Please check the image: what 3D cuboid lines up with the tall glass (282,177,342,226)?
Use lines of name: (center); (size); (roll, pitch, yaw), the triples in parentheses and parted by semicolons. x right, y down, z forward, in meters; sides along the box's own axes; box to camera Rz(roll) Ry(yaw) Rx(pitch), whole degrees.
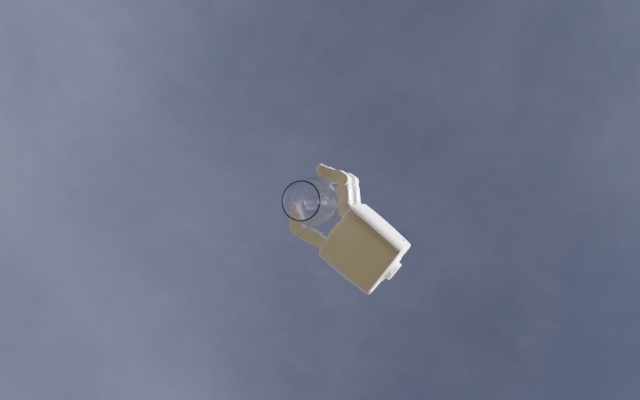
tall glass: (0.000, 0.003, 0.804); (0.079, 0.079, 0.201); (0, -1, 18)
